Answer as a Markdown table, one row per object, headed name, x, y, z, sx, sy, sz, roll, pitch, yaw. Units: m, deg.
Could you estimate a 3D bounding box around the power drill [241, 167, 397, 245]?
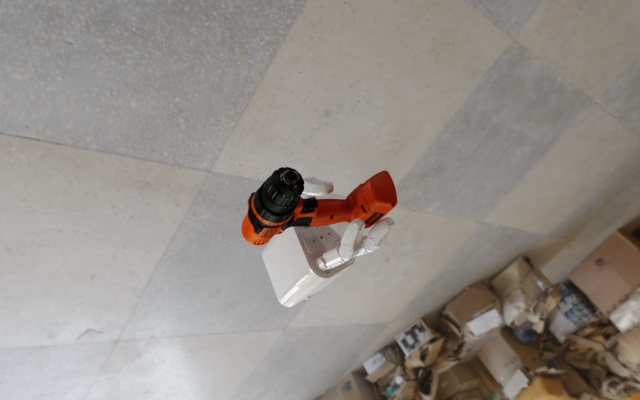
| name | x | y | z | sx | sy | sz | roll | pitch | yaw |
| --- | --- | --- | --- | --- | --- | --- | --- | --- | --- |
| power drill | 0.000 | 0.002 | 0.615 | 0.187 | 0.057 | 0.184 | -5 | -19 | -23 |
